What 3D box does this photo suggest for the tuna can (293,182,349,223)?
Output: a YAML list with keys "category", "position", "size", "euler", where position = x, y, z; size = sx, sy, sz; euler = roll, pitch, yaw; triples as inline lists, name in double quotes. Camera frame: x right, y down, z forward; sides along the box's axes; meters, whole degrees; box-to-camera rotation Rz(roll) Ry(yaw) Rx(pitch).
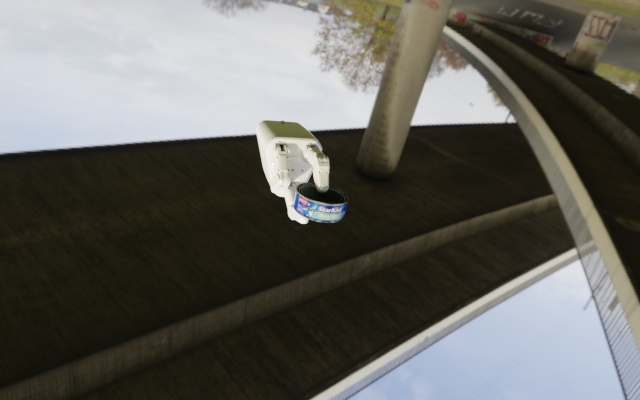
- category: "tuna can"
  position: [0.000, 0.003, 0.766]
  size: [0.086, 0.034, 0.086]
  euler: [11, 22, -4]
